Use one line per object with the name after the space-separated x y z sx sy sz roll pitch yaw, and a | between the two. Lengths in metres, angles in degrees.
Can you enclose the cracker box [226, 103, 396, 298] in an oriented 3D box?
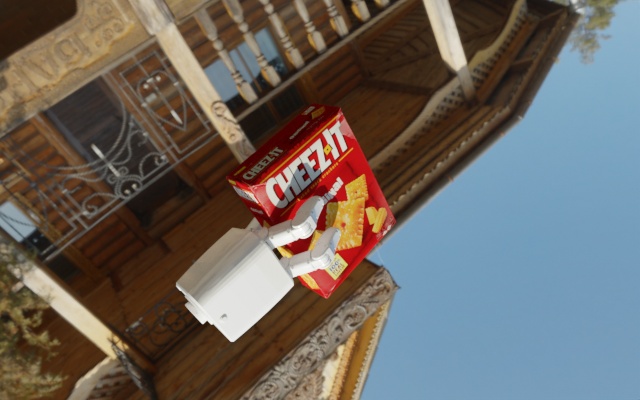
0.000 0.002 0.657 0.164 0.214 0.072 -44 35 -20 | cracker box
